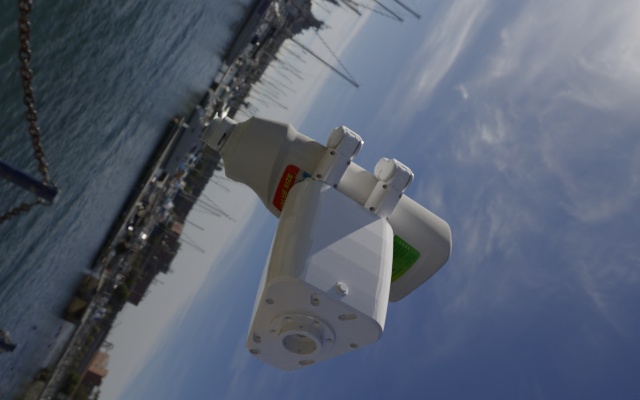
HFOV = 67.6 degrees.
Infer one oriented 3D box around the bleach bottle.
[{"bbox_3d":[0.000,0.001,0.460,0.251,0.068,0.103,31,-52,-14],"label":"bleach bottle"}]
